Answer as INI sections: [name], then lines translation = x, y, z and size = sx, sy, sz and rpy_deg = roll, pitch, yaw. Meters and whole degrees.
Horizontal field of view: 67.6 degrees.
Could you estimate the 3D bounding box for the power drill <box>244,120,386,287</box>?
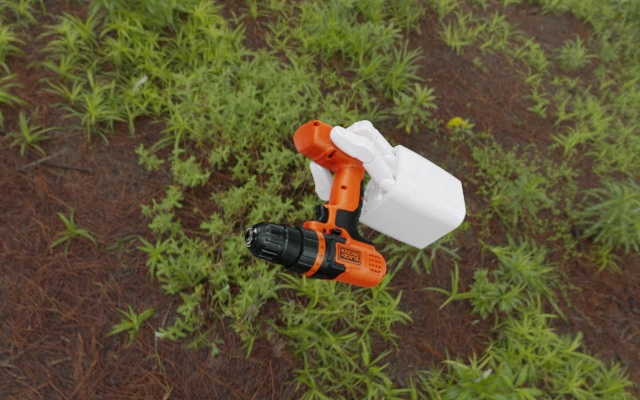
[power drill]
translation = 0.000, 0.002, 0.573
size = 0.184, 0.187, 0.057
rpy_deg = 21, -29, -33
